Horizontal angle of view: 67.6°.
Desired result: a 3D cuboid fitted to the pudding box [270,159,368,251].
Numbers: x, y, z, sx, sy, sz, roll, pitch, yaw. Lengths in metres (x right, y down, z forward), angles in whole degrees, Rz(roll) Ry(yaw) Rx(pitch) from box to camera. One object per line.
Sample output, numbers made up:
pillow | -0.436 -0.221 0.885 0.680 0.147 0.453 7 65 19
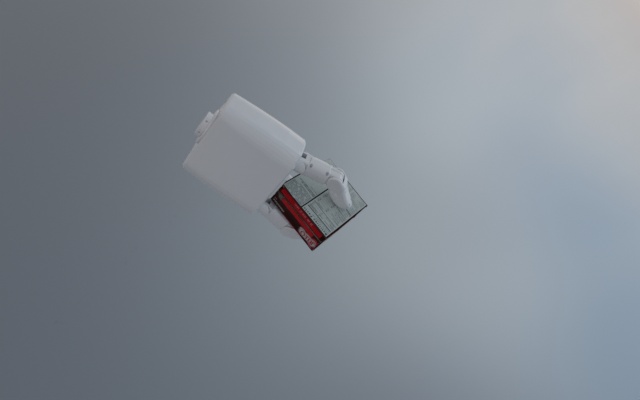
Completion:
pudding box | 0.000 0.002 0.632 0.113 0.090 0.039 -34 -5 -47
